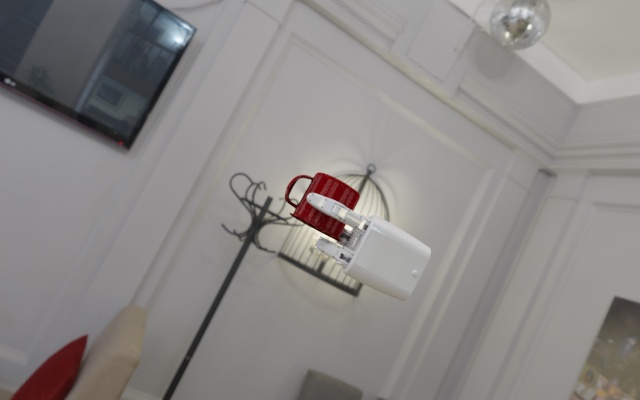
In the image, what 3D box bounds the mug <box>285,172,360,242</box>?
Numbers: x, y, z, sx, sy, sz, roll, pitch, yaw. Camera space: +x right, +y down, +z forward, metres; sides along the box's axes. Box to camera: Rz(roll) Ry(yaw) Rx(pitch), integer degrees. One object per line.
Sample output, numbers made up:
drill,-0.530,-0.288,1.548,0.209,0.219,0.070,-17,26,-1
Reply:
mug,-0.001,0.002,0.756,0.117,0.081,0.093,30,-6,-9
